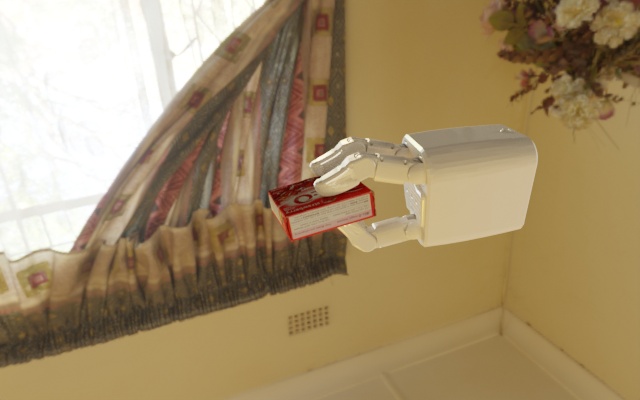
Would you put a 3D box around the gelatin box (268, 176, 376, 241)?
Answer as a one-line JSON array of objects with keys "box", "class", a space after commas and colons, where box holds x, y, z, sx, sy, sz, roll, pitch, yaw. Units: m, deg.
[{"box": [0.000, 0.002, 0.471, 0.089, 0.030, 0.073, -17, 25, -13], "class": "gelatin box"}]
